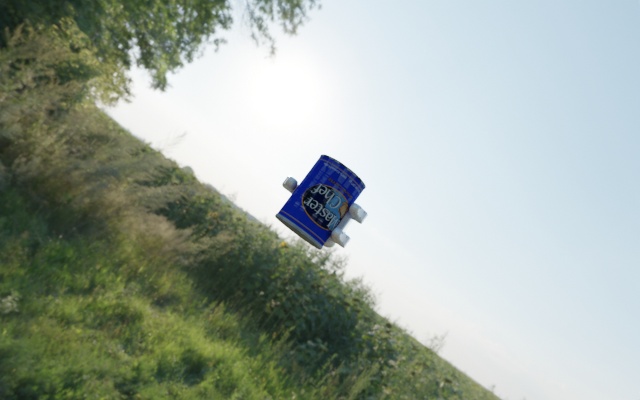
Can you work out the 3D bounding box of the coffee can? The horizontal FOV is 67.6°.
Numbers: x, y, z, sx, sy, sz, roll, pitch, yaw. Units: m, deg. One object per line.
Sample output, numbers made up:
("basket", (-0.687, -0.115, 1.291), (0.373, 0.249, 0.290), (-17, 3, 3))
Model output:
("coffee can", (0.000, 0.003, 0.859), (0.103, 0.140, 0.103), (36, -8, 6))
